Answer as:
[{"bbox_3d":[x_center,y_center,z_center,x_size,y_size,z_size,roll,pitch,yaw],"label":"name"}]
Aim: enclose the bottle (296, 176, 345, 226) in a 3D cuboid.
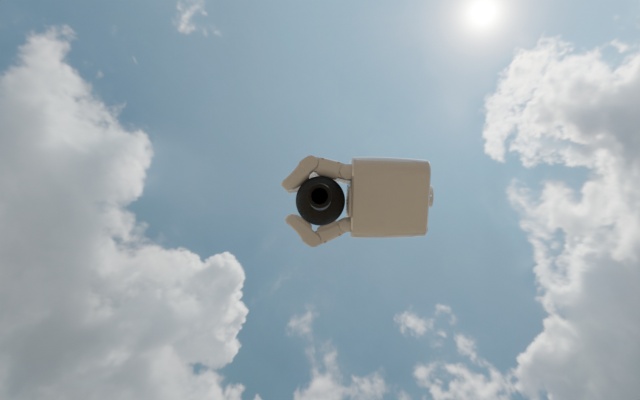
[{"bbox_3d":[0.000,0.002,0.674,0.069,0.069,0.296,0,-3,0],"label":"bottle"}]
